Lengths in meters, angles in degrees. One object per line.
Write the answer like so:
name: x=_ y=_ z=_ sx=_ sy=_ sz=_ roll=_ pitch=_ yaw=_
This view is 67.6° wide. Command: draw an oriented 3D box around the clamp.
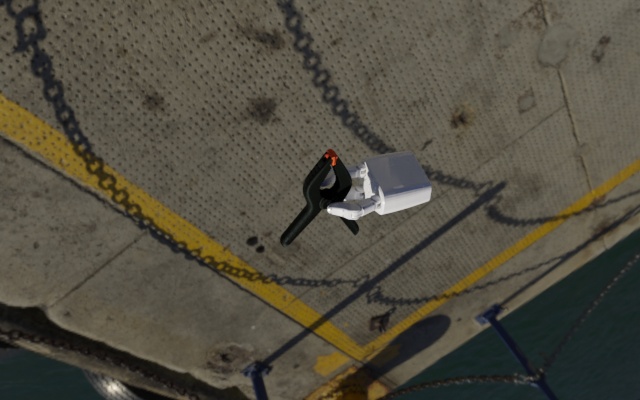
clamp: x=0.001 y=0.003 z=0.890 sx=0.164 sy=0.210 sz=0.036 roll=-14 pitch=41 yaw=-16
